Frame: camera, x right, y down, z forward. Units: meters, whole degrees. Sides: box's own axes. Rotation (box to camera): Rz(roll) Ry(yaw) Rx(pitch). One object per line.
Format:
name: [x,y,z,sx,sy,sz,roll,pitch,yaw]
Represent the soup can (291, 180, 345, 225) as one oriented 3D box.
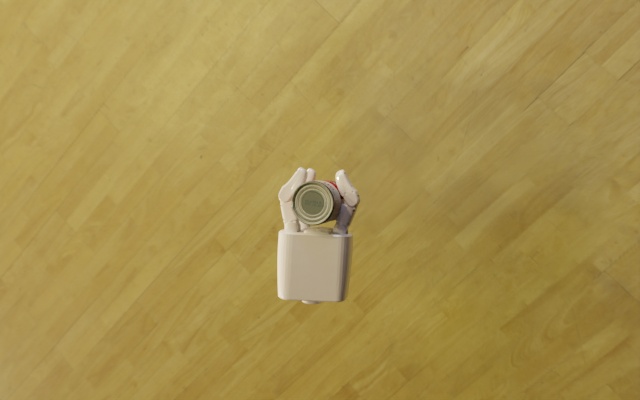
soup can: [0.000,0.002,0.745,0.068,0.068,0.102,0,2,15]
